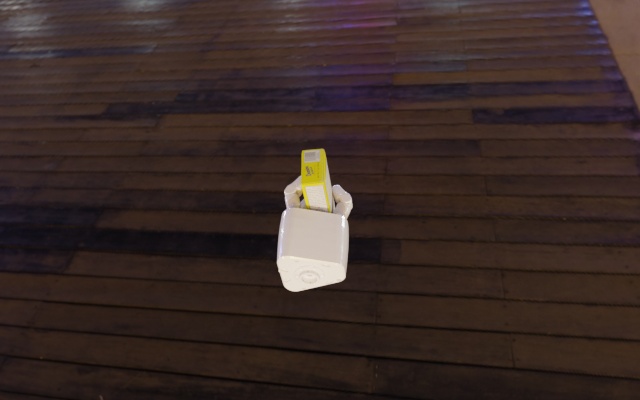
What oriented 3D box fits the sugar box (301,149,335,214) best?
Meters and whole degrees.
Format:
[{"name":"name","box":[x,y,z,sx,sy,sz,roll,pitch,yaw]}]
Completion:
[{"name":"sugar box","box":[0.000,0.003,0.863,0.048,0.176,0.093,-4,43,5]}]
